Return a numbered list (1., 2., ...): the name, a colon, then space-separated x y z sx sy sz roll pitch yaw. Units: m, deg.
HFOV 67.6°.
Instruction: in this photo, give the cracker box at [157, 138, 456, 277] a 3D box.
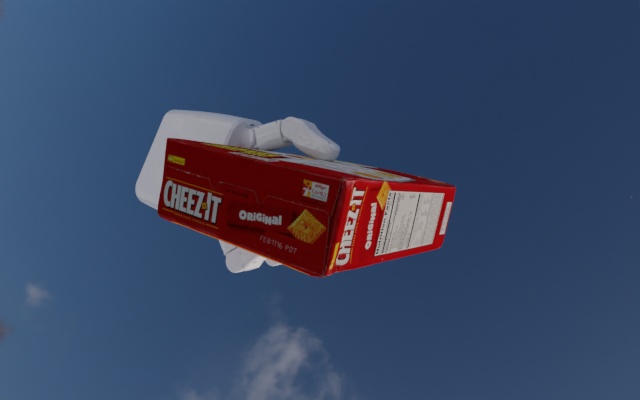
1. cracker box: 0.000 0.001 0.412 0.164 0.072 0.214 15 8 32
